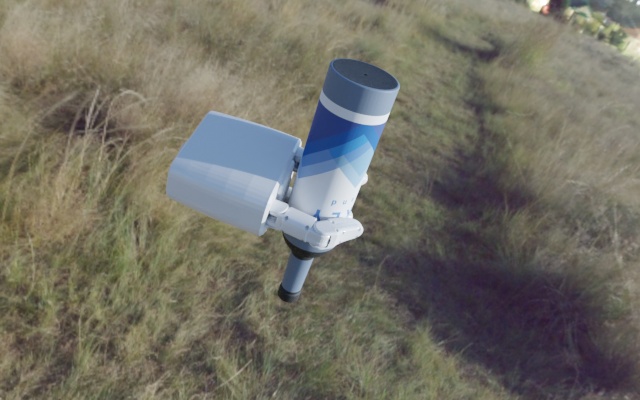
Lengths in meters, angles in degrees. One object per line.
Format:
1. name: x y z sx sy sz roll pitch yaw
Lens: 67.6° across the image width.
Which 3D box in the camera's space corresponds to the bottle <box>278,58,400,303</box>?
1. bottle: 0.000 0.002 0.510 0.069 0.296 0.069 13 35 -9
